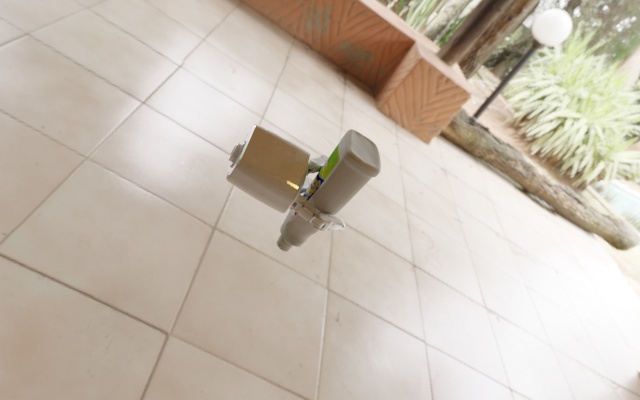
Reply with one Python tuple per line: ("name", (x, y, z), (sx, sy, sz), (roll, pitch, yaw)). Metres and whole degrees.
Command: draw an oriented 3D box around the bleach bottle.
("bleach bottle", (0.000, 0.003, 0.802), (0.068, 0.251, 0.102), (30, 31, -16))
